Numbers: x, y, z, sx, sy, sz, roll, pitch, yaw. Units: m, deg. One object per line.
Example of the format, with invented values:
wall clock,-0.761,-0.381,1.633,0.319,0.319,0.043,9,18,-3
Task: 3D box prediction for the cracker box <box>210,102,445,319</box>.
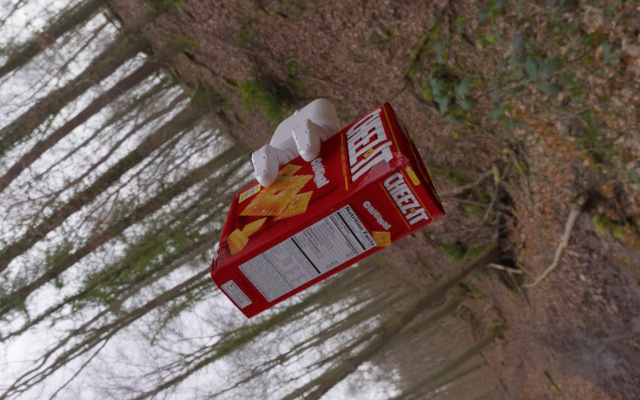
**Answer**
cracker box,0.000,0.002,0.487,0.214,0.072,0.164,-31,24,16
